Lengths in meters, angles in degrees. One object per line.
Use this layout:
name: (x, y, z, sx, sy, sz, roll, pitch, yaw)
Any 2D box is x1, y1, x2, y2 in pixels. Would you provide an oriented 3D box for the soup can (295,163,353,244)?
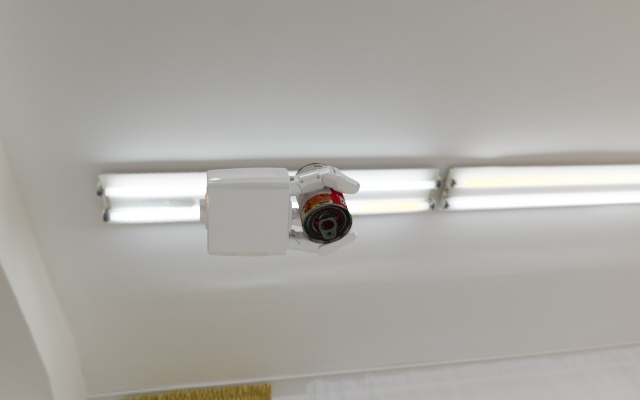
soup can: (0.001, 0.002, 0.667, 0.068, 0.068, 0.102, 0, 37, -13)
